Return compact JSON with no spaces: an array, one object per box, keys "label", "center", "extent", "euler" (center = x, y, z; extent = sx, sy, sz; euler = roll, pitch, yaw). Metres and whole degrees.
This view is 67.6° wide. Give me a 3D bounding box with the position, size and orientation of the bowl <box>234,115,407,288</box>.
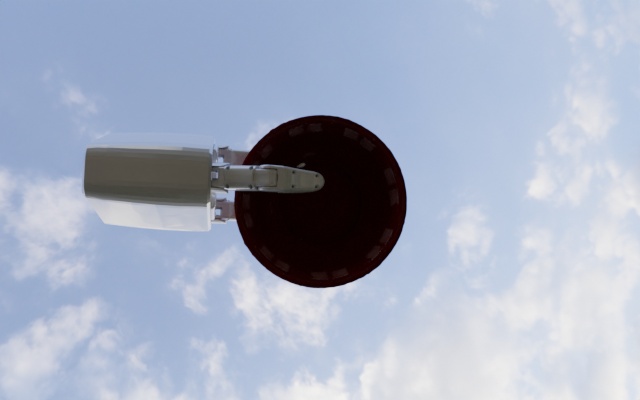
[{"label":"bowl","center":[0.001,0.002,0.468],"extent":[0.162,0.162,0.055],"euler":[0,-3,0]}]
